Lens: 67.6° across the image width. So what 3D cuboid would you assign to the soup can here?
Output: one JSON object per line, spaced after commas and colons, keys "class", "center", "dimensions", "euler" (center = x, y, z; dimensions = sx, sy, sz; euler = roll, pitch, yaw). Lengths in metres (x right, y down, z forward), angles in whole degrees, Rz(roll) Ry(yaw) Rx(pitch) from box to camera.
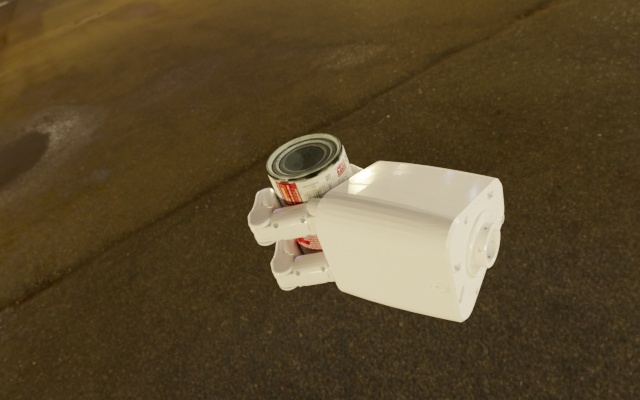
{"class": "soup can", "center": [0.000, 0.001, 0.422], "dimensions": [0.068, 0.102, 0.068], "euler": [-13, 35, 10]}
